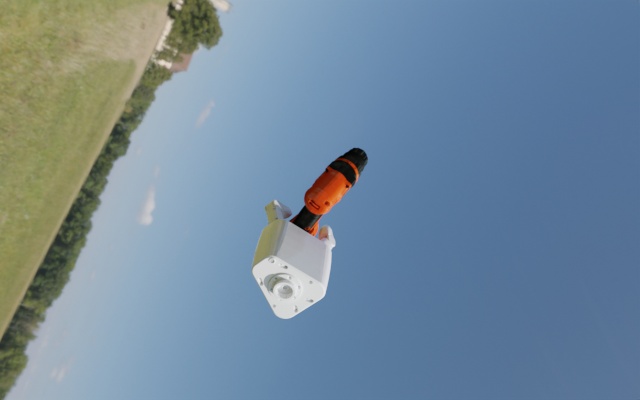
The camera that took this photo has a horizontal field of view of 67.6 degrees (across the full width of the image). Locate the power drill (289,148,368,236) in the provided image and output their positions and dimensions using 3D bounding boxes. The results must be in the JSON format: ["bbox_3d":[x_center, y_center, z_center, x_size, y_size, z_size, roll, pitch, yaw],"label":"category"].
[{"bbox_3d":[0.000,0.003,0.823,0.057,0.188,0.184,39,41,5],"label":"power drill"}]
